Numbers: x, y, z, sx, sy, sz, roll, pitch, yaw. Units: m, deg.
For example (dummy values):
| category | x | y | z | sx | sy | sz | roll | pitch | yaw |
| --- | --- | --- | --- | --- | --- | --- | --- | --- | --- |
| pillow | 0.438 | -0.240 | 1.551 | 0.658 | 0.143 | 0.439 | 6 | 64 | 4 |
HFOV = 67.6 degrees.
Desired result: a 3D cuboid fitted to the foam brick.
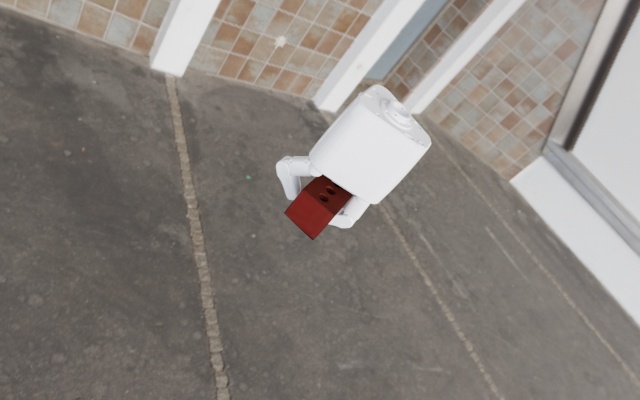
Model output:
| category | x | y | z | sx | sy | sz | roll | pitch | yaw |
| --- | --- | --- | --- | --- | --- | --- | --- | --- | --- |
| foam brick | 0.000 | 0.002 | 0.621 | 0.051 | 0.053 | 0.078 | -49 | -1 | 36 |
